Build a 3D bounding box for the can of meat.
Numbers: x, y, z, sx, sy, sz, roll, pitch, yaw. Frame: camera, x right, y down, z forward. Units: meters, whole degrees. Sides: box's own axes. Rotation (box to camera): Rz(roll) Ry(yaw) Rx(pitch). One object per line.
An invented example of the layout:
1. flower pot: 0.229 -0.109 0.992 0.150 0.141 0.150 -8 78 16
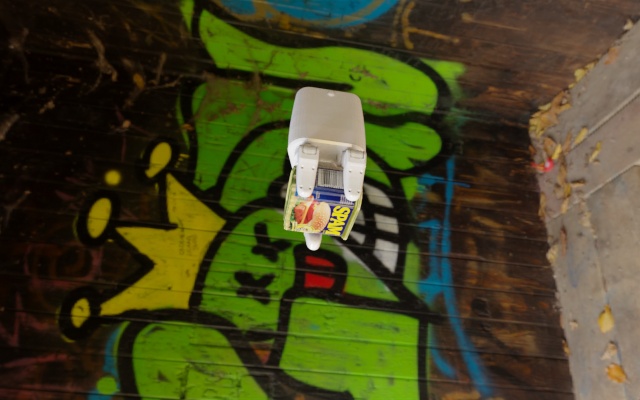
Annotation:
1. can of meat: 0.000 0.002 0.596 0.084 0.057 0.102 7 -33 -7
